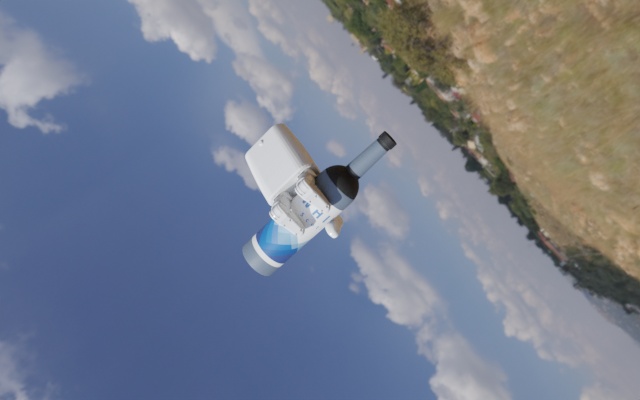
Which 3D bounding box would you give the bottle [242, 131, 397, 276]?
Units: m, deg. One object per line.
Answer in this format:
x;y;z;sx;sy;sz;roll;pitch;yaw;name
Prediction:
0.000;0.003;0.746;0.296;0.069;0.069;-43;-15;16;bottle
